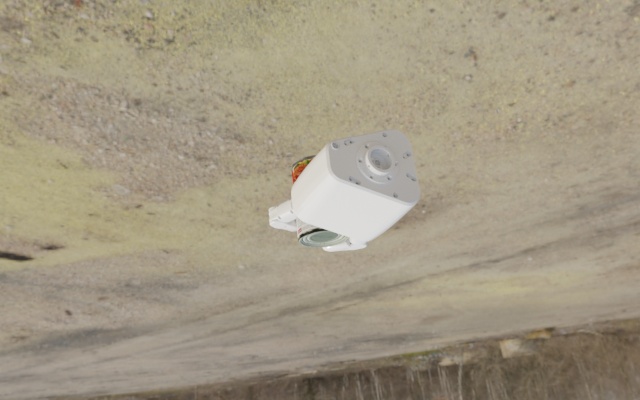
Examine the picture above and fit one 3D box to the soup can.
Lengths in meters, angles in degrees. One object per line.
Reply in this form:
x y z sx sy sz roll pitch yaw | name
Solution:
0.000 0.002 0.613 0.068 0.102 0.068 -6 -23 -2 | soup can
